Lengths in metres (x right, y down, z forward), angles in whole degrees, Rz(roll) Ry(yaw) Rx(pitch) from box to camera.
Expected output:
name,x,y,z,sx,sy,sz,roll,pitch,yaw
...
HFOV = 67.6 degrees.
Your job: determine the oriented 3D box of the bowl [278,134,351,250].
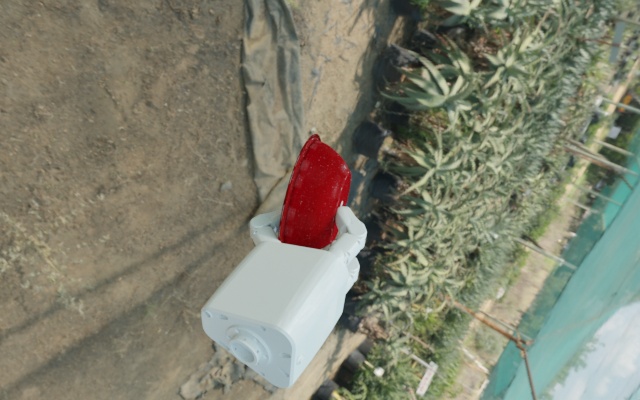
name,x,y,z,sx,sy,sz,roll,pitch,yaw
bowl,0.001,0.001,0.593,0.055,0.162,0.162,14,2,9
